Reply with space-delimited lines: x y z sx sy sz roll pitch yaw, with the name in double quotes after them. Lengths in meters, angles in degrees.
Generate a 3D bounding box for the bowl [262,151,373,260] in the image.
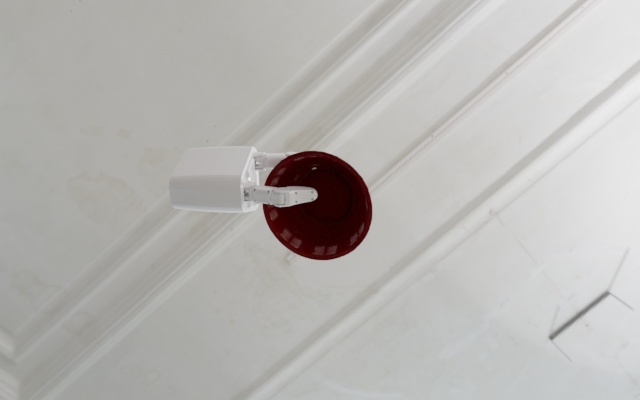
0.001 0.003 0.690 0.162 0.162 0.055 0 18 17 "bowl"
